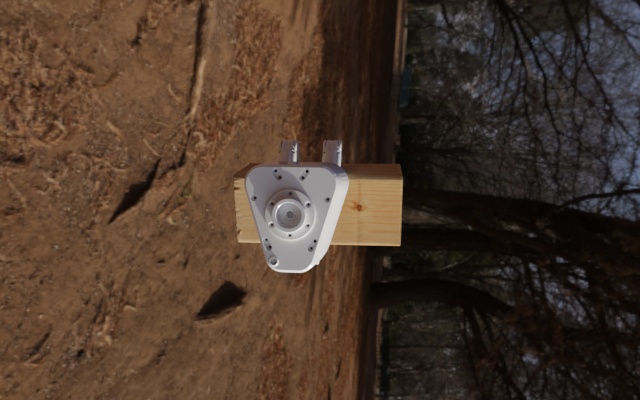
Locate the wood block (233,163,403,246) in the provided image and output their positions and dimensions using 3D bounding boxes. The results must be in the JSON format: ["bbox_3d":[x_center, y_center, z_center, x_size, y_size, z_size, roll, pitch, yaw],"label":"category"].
[{"bbox_3d":[0.000,0.002,0.626,0.206,0.091,0.090,1,15,6],"label":"wood block"}]
